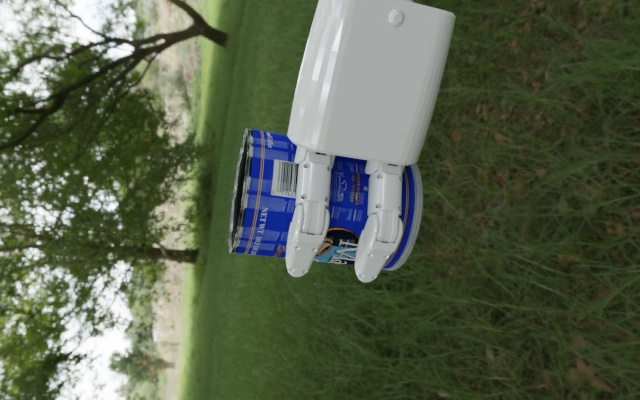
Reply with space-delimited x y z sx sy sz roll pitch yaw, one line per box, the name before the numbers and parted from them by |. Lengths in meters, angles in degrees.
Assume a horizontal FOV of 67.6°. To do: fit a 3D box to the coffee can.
coffee can | 0.000 0.001 0.403 0.140 0.103 0.103 8 -2 -14
